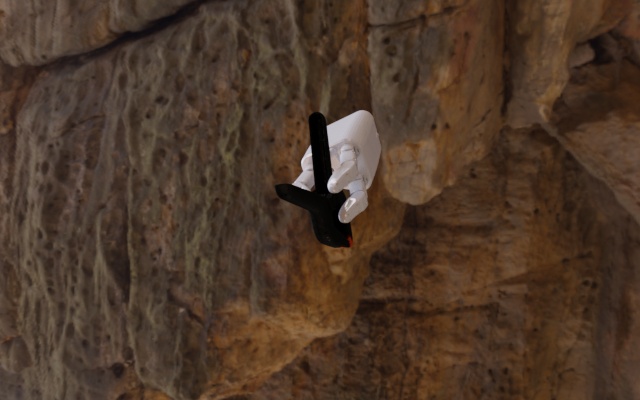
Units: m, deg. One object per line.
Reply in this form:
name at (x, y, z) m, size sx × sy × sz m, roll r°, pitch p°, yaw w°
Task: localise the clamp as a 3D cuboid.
clamp at (0.000, 0.003, 0.684) m, size 0.036 × 0.210 × 0.164 m, roll -2°, pitch 37°, yaw 26°
